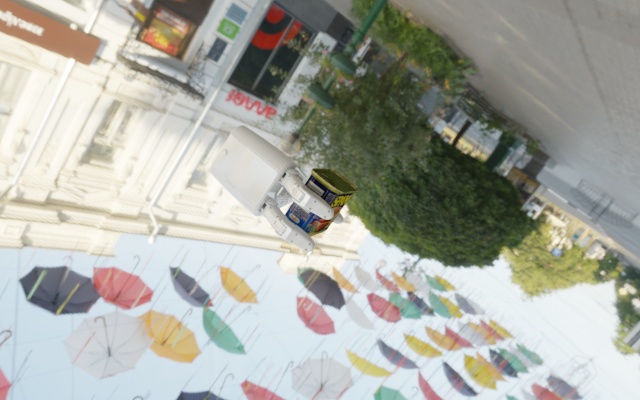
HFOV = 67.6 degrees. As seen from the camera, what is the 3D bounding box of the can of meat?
[{"bbox_3d":[0.000,0.003,0.710,0.057,0.084,0.102,39,15,15],"label":"can of meat"}]
